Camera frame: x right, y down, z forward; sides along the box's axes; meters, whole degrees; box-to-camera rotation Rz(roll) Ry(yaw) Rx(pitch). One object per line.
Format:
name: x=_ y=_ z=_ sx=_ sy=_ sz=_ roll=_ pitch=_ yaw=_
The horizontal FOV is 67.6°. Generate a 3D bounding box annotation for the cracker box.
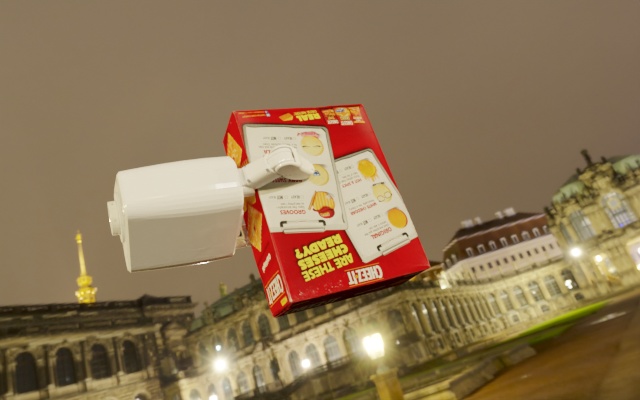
cracker box: x=0.000 y=0.001 z=0.524 sx=0.164 sy=0.213 sz=0.072 roll=-9 pitch=-23 yaw=-26
